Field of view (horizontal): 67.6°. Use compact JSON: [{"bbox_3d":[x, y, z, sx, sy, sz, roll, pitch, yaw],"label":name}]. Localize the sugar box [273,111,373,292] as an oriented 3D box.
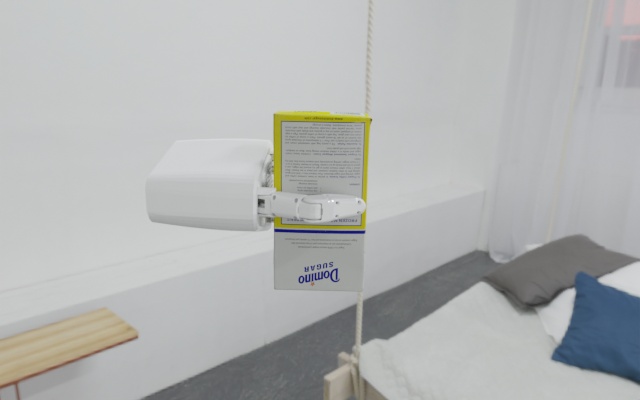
[{"bbox_3d":[0.000,0.001,0.477,0.093,0.176,0.048,2,16,0],"label":"sugar box"}]
